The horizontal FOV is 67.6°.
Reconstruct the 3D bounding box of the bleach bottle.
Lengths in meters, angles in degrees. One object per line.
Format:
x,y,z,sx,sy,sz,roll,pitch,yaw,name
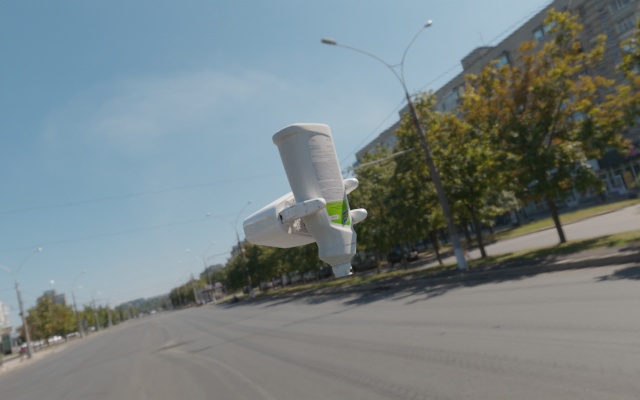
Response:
0.000,0.002,0.782,0.102,0.251,0.068,-8,-9,-45,bleach bottle
